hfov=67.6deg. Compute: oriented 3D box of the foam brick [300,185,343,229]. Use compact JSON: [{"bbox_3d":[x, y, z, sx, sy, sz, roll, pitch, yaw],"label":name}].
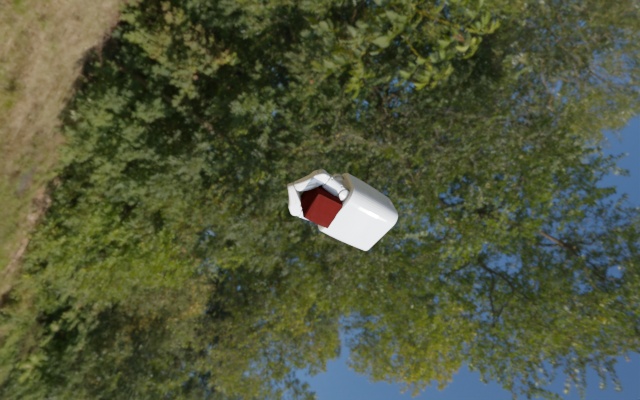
[{"bbox_3d":[0.000,0.003,0.839,0.051,0.053,0.078,28,19,-19],"label":"foam brick"}]
